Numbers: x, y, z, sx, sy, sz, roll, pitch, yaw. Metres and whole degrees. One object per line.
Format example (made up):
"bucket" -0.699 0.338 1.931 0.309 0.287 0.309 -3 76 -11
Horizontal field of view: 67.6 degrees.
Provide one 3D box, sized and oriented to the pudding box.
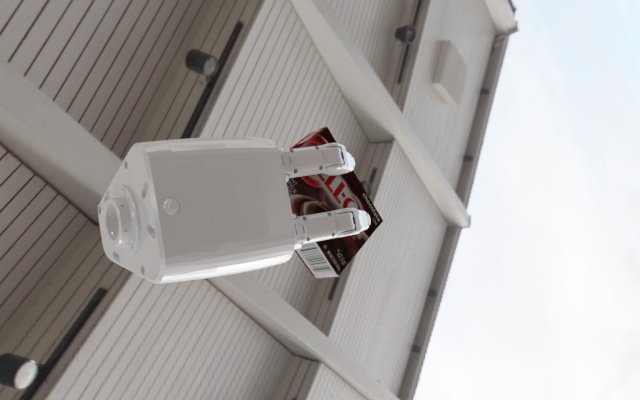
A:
"pudding box" 0.000 0.002 0.441 0.039 0.113 0.090 -15 22 45
